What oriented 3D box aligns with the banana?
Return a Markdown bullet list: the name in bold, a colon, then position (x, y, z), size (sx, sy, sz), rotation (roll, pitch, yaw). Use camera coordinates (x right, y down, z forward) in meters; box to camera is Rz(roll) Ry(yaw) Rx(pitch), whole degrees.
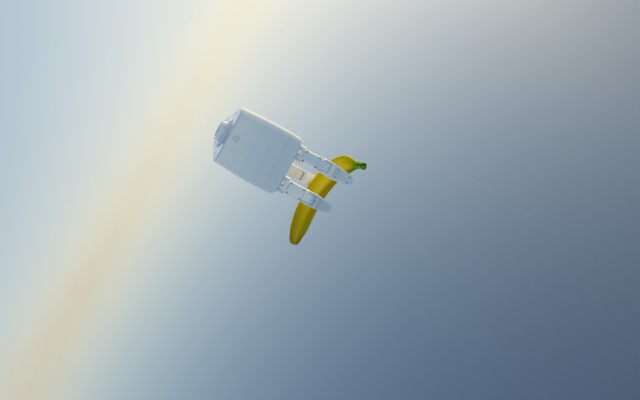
- **banana**: position (-0.001, -0.011, 0.817), size (0.037, 0.198, 0.069), rotation (27, 27, -27)
